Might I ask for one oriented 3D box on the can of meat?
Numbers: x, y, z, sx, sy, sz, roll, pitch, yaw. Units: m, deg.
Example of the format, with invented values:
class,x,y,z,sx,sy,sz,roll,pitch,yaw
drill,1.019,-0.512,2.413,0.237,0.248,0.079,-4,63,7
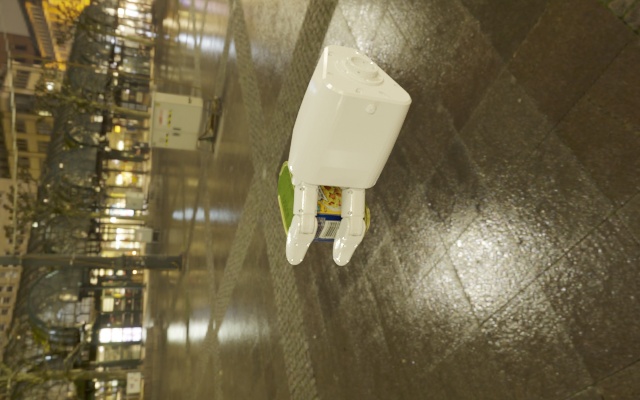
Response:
class,x,y,z,sx,sy,sz,roll,pitch,yaw
can of meat,0.000,0.002,0.559,0.084,0.102,0.057,4,-45,-23
